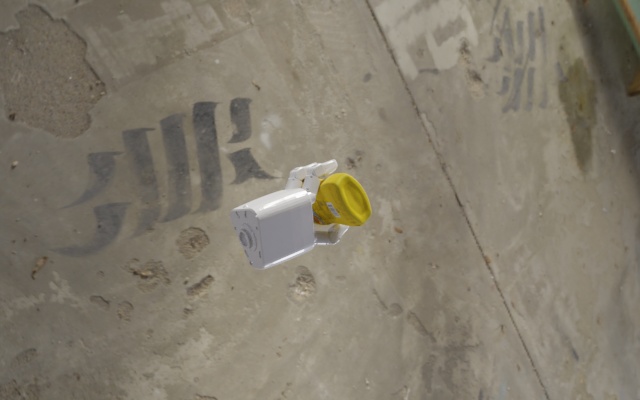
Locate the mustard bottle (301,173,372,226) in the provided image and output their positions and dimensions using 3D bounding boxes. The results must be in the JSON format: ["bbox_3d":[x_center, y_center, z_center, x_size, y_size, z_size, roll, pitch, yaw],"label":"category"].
[{"bbox_3d":[0.001,0.003,0.871,0.191,0.096,0.058,-4,38,52],"label":"mustard bottle"}]
